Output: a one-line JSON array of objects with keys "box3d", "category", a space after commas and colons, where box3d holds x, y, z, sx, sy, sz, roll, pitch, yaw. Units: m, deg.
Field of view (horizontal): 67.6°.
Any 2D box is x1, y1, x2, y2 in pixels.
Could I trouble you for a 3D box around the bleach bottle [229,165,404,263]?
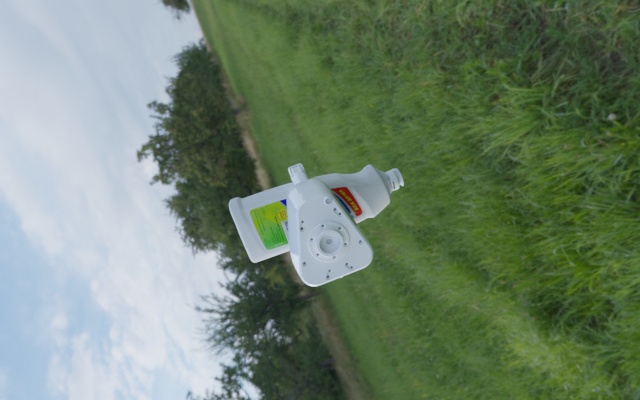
[{"box3d": [0.000, 0.002, 0.710, 0.251, 0.102, 0.068, -21, 12, -3], "category": "bleach bottle"}]
